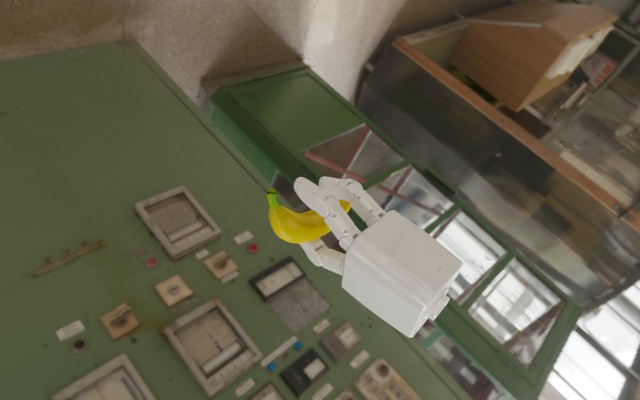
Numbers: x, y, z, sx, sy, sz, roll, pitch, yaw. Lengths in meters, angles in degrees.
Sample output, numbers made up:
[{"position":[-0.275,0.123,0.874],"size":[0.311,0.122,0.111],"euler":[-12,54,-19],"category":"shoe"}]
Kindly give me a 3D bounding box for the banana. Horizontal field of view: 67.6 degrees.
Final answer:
[{"position":[-0.008,0.019,0.618],"size":[0.037,0.070,0.198],"euler":[28,16,26],"category":"banana"}]
